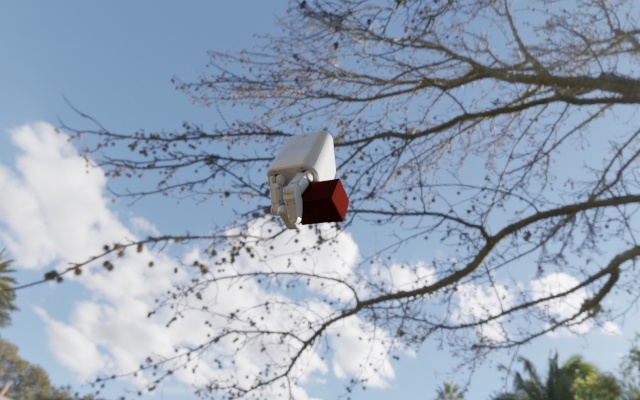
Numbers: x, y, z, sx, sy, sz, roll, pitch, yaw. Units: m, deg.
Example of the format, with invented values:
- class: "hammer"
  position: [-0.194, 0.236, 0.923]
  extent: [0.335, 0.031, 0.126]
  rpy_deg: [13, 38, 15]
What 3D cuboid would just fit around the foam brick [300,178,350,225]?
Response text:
- class: "foam brick"
  position: [0.000, 0.003, 0.780]
  extent: [0.078, 0.053, 0.051]
  rpy_deg: [-6, 38, 27]
